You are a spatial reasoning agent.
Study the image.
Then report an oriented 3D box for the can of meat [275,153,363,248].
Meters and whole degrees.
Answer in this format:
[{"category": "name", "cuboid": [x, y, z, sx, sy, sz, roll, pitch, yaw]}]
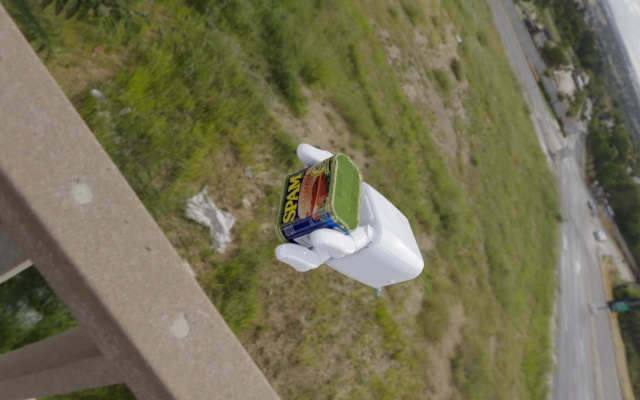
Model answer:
[{"category": "can of meat", "cuboid": [0.000, 0.002, 0.564, 0.084, 0.102, 0.057, -22, -45, 35]}]
